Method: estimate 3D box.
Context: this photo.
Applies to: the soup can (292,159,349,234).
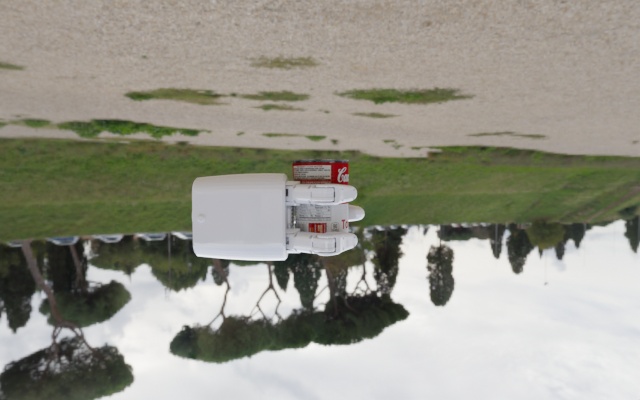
[{"bbox_3d":[0.001,0.002,0.574,0.068,0.102,0.068,0,3,0],"label":"soup can"}]
